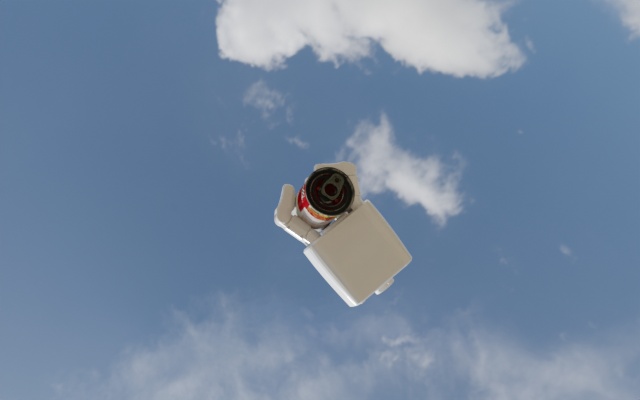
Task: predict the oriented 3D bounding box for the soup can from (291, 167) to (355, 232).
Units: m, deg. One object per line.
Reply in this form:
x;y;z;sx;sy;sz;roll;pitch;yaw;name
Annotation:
0.000;0.002;0.668;0.068;0.068;0.102;0;-17;-16;soup can
